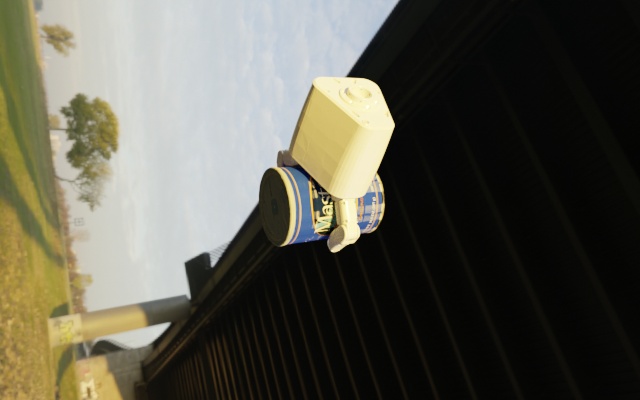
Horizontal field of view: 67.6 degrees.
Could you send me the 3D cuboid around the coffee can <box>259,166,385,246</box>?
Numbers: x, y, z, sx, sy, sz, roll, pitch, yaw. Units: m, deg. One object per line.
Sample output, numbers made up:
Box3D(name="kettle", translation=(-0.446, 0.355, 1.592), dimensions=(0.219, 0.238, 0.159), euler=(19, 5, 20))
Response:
Box3D(name="coffee can", translation=(0.000, 0.002, 0.648), dimensions=(0.140, 0.103, 0.103), euler=(-6, 3, -29))
